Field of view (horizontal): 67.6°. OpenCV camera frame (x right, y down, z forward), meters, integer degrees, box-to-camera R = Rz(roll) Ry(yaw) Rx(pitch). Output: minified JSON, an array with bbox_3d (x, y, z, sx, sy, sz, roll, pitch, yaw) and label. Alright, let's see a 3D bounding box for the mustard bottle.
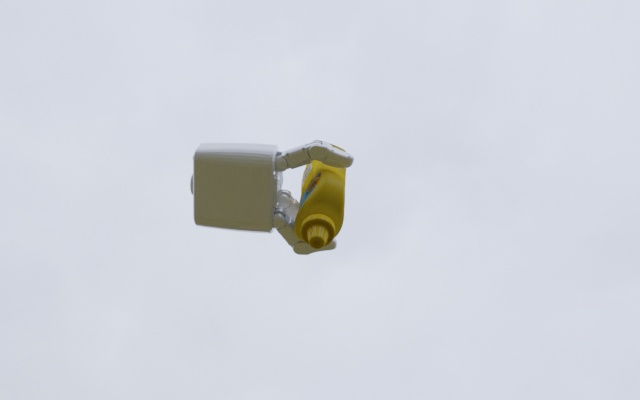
[{"bbox_3d":[0.000,0.002,0.628,0.058,0.096,0.191,24,28,-9],"label":"mustard bottle"}]
